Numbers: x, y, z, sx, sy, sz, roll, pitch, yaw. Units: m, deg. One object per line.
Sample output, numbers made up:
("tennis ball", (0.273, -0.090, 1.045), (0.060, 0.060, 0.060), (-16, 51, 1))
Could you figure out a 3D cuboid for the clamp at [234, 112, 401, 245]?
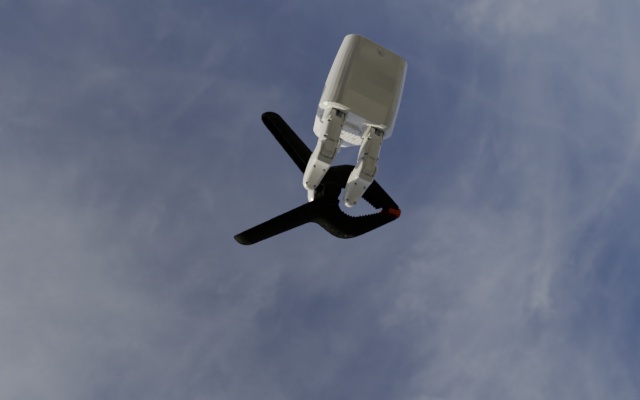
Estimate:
("clamp", (0.000, 0.002, 0.593), (0.210, 0.164, 0.036), (22, -15, -17))
